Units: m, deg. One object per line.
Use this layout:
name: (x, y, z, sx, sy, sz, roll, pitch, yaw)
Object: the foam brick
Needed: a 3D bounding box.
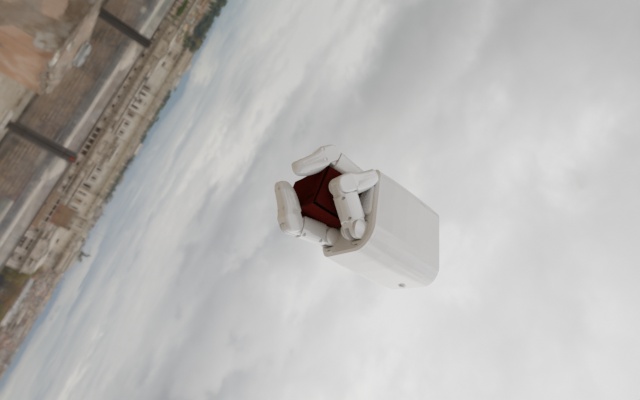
foam brick: (0.000, 0.002, 0.560, 0.051, 0.053, 0.078, 31, -26, -22)
